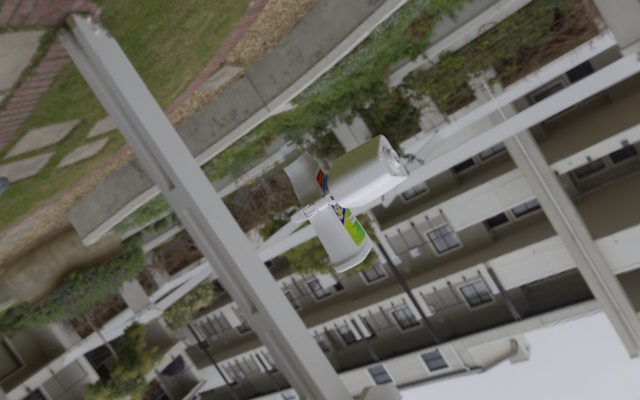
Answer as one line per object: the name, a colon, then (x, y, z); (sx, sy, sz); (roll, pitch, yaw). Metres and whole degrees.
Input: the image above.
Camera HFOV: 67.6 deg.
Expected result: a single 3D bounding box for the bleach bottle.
bleach bottle: (0.000, 0.003, 0.886); (0.068, 0.251, 0.102); (-31, 5, 26)
